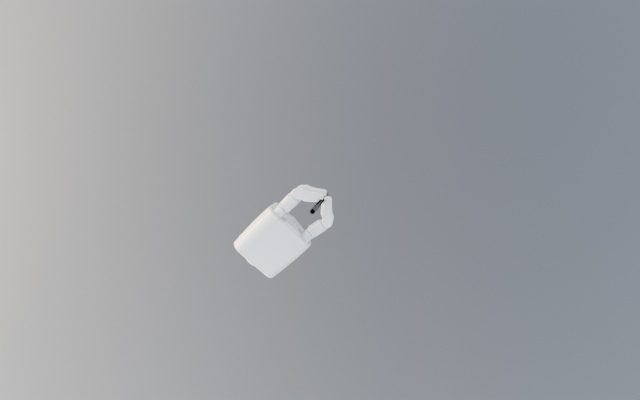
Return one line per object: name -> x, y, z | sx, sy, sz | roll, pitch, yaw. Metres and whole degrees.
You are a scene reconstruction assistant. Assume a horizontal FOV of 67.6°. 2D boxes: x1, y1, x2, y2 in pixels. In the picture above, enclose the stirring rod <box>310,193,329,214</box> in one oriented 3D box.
stirring rod -> 0.000, 0.003, 0.889 | 0.011, 0.011, 0.239 | 0, 7, 6
